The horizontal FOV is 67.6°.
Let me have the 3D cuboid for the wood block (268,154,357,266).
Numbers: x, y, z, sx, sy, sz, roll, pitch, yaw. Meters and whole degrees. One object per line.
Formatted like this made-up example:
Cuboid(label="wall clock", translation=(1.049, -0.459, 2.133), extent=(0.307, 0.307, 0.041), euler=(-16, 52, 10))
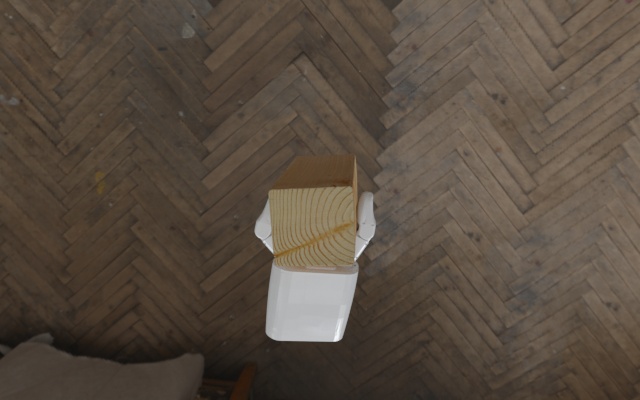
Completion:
Cuboid(label="wood block", translation=(0.000, 0.002, 0.605), extent=(0.091, 0.090, 0.206), euler=(-1, 15, 5))
